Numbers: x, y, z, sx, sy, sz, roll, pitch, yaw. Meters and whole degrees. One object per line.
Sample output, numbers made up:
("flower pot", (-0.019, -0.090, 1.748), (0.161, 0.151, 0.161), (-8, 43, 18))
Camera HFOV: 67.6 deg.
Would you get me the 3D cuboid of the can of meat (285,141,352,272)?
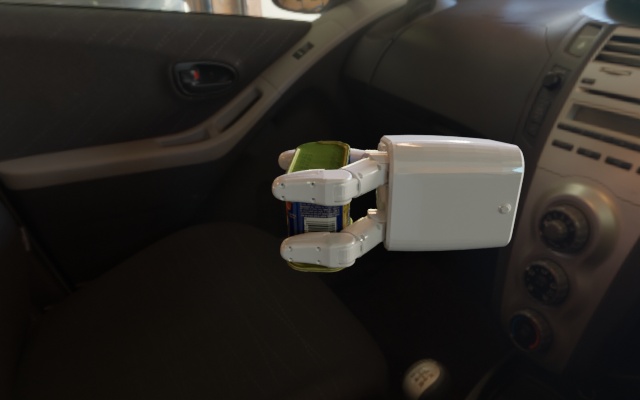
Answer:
("can of meat", (0.000, 0.001, 0.435), (0.057, 0.084, 0.102), (2, 28, 5))
